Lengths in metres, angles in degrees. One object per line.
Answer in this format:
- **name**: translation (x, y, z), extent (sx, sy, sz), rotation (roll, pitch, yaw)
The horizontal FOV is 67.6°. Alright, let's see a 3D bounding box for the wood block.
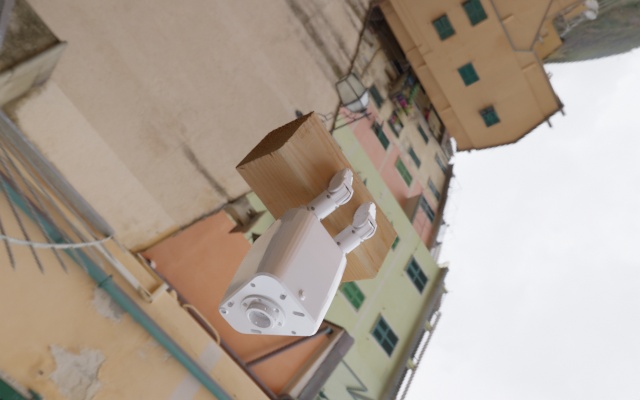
- **wood block**: translation (0.000, 0.002, 0.622), extent (0.091, 0.206, 0.090), rotation (-16, 28, 42)
